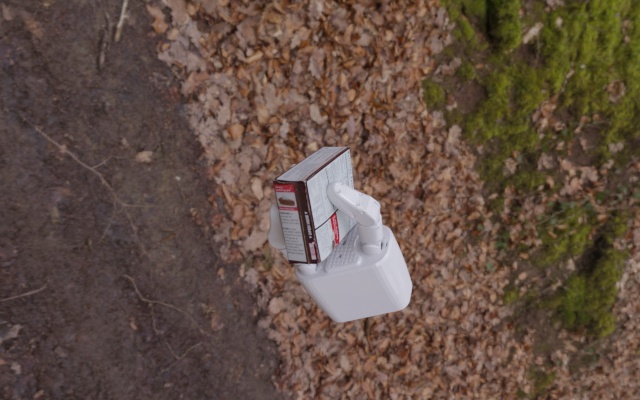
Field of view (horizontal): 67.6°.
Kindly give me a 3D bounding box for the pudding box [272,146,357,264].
[{"bbox_3d":[0.000,0.002,0.492,0.039,0.090,0.113,0,21,25],"label":"pudding box"}]
